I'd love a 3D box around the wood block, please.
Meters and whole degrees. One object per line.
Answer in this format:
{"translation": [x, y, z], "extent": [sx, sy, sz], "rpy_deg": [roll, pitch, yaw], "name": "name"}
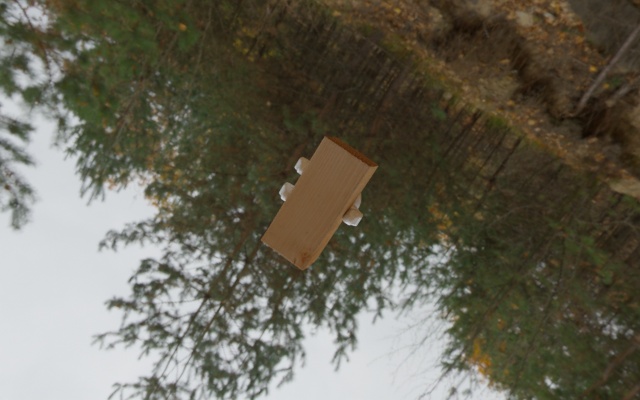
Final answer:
{"translation": [0.000, 0.003, 0.813], "extent": [0.091, 0.206, 0.090], "rpy_deg": [34, 13, 10], "name": "wood block"}
